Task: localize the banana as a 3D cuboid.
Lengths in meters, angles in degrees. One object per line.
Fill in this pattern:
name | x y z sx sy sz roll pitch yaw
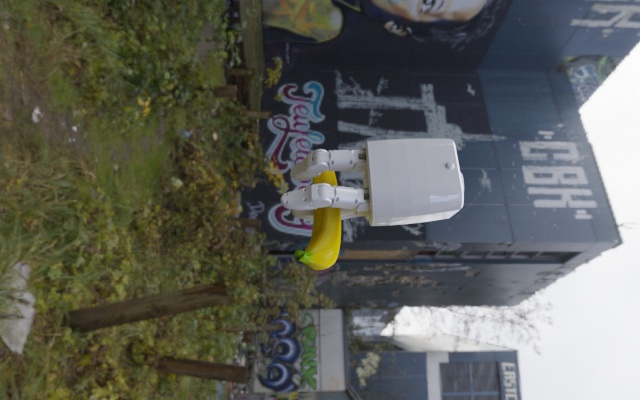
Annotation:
banana | 0.004 0.018 0.592 0.037 0.070 0.197 -8 39 12
